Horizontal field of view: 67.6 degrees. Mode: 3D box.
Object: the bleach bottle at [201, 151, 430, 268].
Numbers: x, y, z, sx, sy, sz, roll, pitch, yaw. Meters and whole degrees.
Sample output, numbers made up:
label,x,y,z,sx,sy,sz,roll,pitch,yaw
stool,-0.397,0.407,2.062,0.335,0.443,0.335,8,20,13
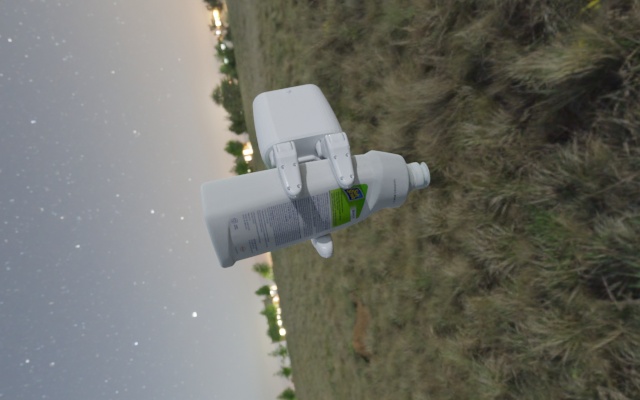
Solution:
label,x,y,z,sx,sy,sz,roll,pitch,yaw
bleach bottle,0.000,0.002,0.541,0.251,0.068,0.103,-12,-43,-7
